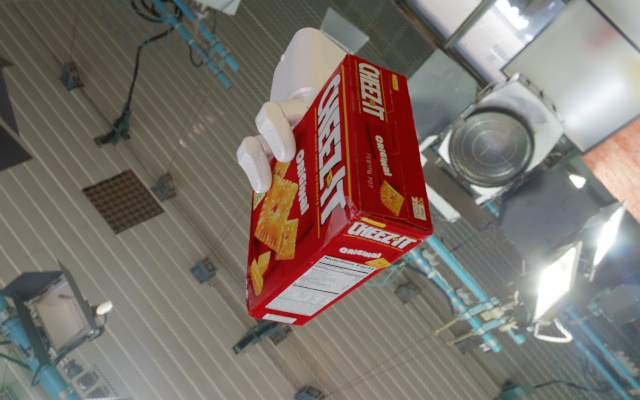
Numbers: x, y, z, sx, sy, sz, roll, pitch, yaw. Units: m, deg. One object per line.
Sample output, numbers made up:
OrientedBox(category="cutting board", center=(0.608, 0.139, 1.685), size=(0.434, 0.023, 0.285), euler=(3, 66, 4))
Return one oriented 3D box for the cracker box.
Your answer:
OrientedBox(category="cracker box", center=(0.000, 0.002, 0.443), size=(0.072, 0.164, 0.214), euler=(15, -37, -24))
